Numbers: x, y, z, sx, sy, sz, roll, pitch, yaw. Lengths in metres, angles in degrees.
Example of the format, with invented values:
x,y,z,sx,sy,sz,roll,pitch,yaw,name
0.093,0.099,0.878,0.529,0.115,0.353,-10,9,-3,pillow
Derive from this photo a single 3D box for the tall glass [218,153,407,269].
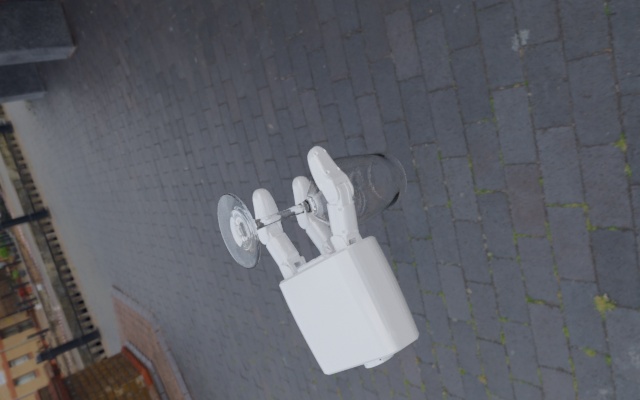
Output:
x,y,z,sx,sy,sz,roll,pitch,yaw,name
0.000,0.002,0.499,0.201,0.079,0.079,-20,11,-34,tall glass
